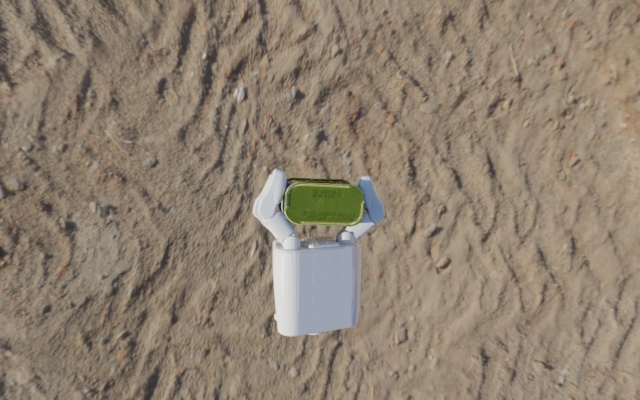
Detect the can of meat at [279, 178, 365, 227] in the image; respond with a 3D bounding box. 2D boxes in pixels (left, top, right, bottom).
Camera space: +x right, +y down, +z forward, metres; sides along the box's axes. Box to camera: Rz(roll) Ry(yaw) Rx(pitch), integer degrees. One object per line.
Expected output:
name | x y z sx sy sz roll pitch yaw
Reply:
can of meat | 0.000 0.002 0.603 0.102 0.057 0.084 2 4 -8
